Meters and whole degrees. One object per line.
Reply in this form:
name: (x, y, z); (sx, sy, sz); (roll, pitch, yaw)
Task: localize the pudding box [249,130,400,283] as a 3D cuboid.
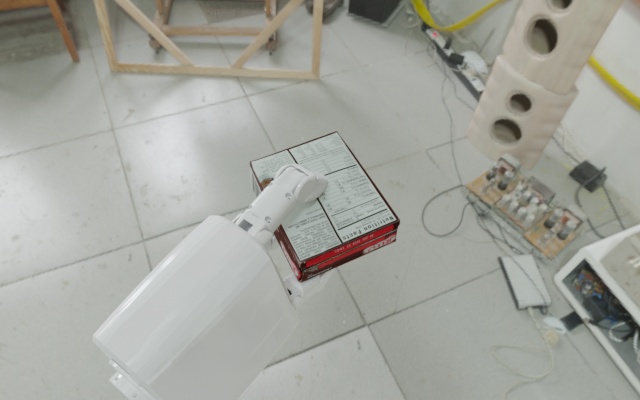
pudding box: (0.000, 0.001, 0.403); (0.090, 0.113, 0.039); (-21, -31, -15)
